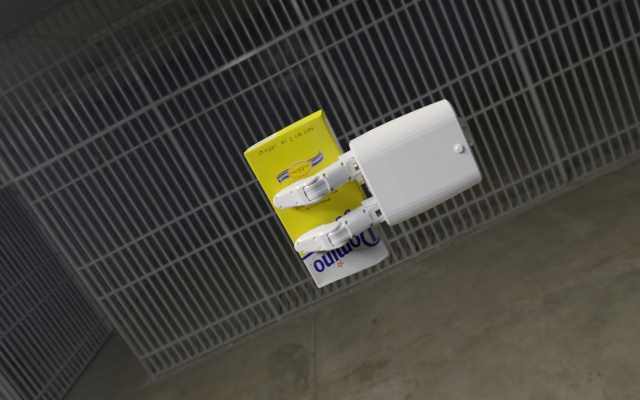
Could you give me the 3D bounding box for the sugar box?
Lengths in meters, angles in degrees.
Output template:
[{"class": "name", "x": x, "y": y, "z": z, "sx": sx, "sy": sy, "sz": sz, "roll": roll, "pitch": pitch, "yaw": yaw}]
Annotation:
[{"class": "sugar box", "x": 0.000, "y": 0.002, "z": 0.524, "sx": 0.093, "sy": 0.176, "sz": 0.048, "roll": -26, "pitch": 14, "yaw": 10}]
